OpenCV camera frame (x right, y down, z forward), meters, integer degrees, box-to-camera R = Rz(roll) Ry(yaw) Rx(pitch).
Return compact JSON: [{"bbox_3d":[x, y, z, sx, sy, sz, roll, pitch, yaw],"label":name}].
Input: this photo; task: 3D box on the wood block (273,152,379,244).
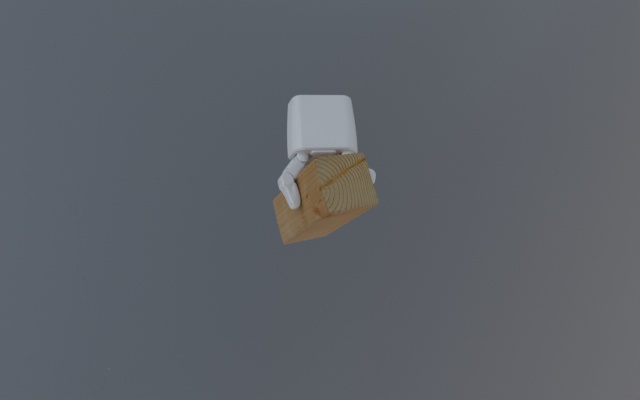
[{"bbox_3d":[0.000,0.002,0.812,0.091,0.090,0.206,-8,-14,-26],"label":"wood block"}]
